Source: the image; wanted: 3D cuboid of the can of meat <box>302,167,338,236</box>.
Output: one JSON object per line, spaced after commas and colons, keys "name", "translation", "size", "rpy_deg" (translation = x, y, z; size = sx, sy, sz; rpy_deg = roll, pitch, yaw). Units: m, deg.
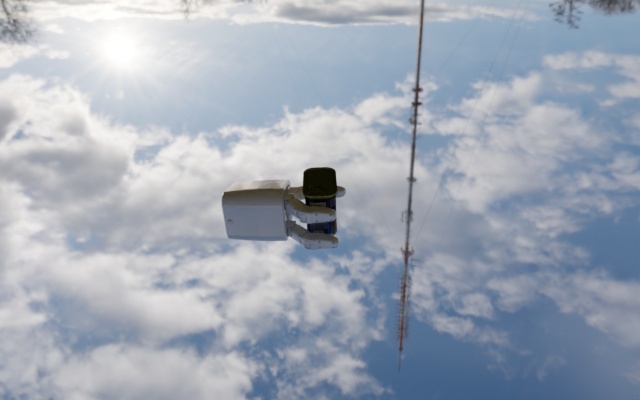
{"name": "can of meat", "translation": [0.000, 0.003, 0.821], "size": [0.057, 0.084, 0.102], "rpy_deg": [-2, 31, 0]}
